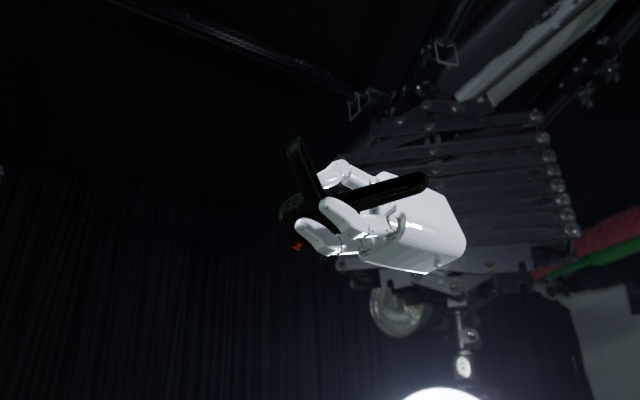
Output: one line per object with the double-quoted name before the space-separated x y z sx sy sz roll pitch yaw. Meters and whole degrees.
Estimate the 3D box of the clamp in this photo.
"clamp" 0.000 0.001 0.569 0.164 0.036 0.210 18 -36 -26
